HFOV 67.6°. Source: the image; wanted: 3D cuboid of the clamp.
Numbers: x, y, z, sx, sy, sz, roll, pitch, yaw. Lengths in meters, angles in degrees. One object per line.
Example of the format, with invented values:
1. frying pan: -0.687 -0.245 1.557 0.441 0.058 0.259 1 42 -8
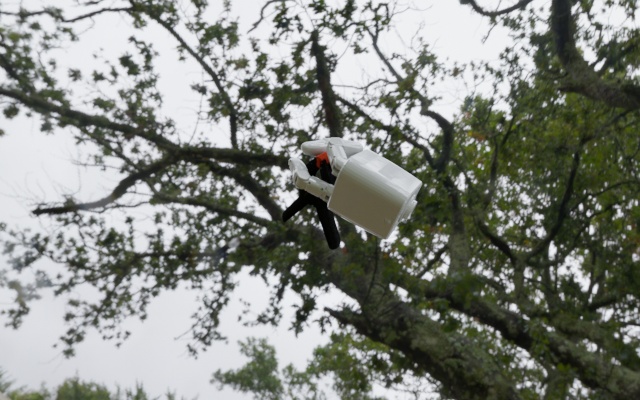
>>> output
1. clamp: 0.000 0.002 0.798 0.120 0.172 0.039 31 43 13
